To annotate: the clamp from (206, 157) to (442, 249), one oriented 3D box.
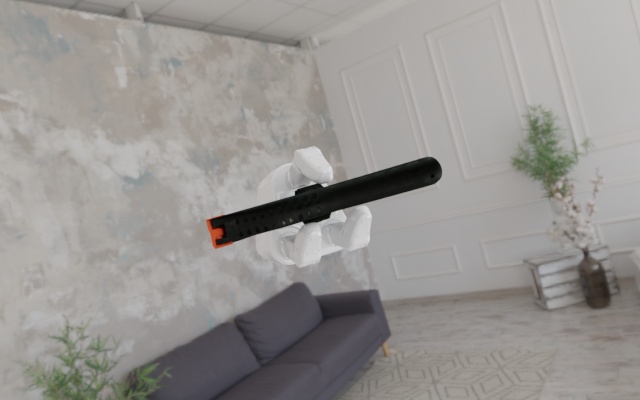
[{"bbox_3d":[-0.001,0.001,0.453,0.210,0.036,0.164,-16,-1,-20],"label":"clamp"}]
